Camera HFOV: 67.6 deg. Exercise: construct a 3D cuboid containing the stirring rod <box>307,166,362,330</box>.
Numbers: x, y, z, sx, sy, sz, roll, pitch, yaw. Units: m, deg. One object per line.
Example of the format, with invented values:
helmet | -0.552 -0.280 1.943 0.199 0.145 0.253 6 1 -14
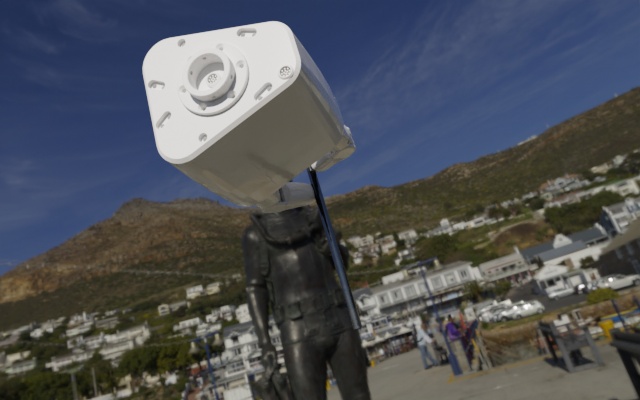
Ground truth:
stirring rod | 0.000 0.002 0.451 0.011 0.239 0.011 -15 -18 -5
